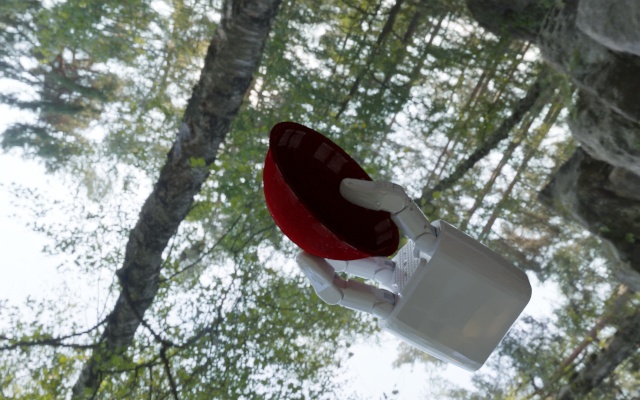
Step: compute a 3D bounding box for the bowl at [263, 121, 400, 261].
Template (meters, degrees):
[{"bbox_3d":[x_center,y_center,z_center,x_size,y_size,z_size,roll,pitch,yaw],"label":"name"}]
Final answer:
[{"bbox_3d":[-0.001,0.001,0.455,0.055,0.162,0.162,-43,-22,25],"label":"bowl"}]
